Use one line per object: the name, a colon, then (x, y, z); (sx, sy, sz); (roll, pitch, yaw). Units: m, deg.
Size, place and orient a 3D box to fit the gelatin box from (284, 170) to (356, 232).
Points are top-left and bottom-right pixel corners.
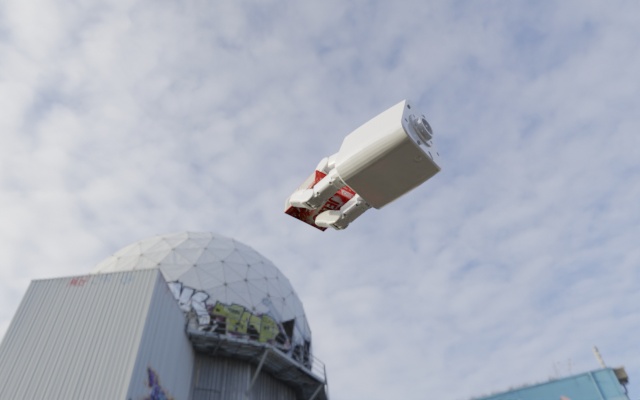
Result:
gelatin box: (0.000, 0.002, 0.704); (0.073, 0.030, 0.089); (27, -45, -23)
